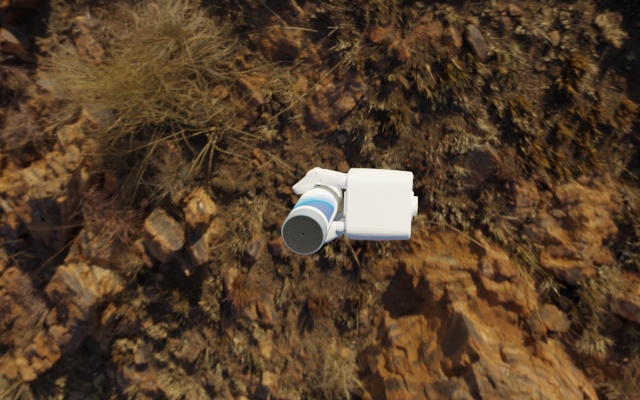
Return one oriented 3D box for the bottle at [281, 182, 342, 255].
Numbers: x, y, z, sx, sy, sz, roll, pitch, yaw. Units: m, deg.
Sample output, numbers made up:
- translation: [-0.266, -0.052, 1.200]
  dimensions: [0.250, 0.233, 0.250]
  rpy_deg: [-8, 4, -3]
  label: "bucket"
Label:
- translation: [0.000, 0.003, 0.842]
  dimensions: [0.069, 0.069, 0.295]
  rpy_deg: [0, 19, 11]
  label: "bottle"
